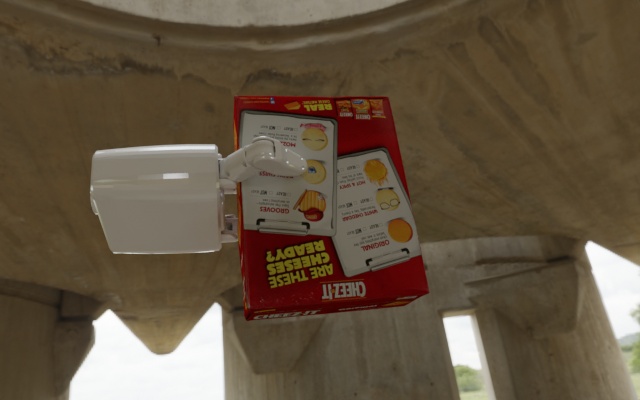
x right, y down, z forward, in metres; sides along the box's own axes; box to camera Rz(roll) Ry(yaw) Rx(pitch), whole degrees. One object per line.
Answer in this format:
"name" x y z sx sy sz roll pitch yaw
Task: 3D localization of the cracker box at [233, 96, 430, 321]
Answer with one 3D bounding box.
"cracker box" 0.000 0.001 0.475 0.164 0.213 0.072 -2 -23 -12
